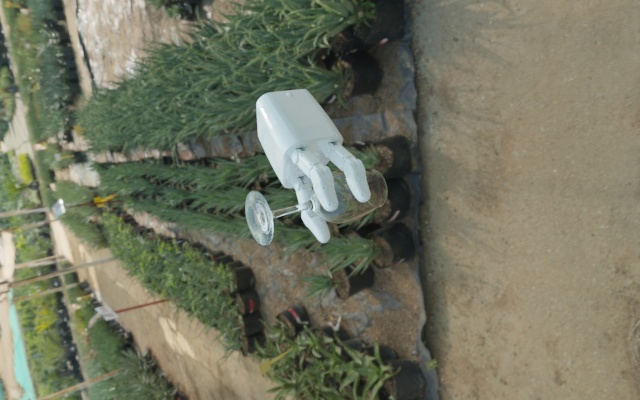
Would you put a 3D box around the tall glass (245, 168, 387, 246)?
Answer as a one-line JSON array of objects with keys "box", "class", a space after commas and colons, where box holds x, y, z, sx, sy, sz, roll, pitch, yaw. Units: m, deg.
[{"box": [0.000, 0.003, 0.675, 0.201, 0.079, 0.079, -14, 8, -32], "class": "tall glass"}]
